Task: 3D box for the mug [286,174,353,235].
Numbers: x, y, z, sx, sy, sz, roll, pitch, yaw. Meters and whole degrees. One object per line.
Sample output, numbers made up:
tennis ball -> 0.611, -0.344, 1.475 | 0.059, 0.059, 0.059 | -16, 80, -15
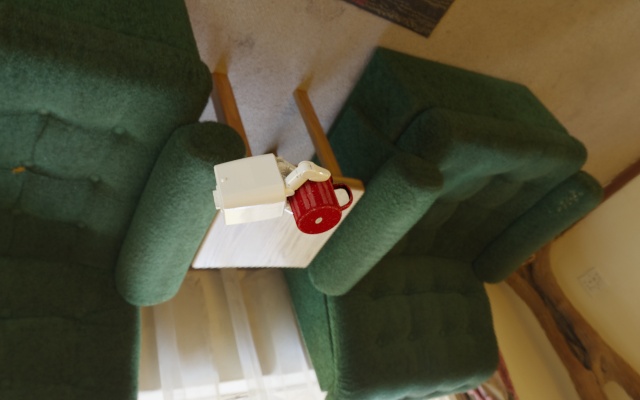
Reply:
mug -> 0.002, 0.003, 0.832 | 0.117, 0.081, 0.093 | -12, -36, -11
